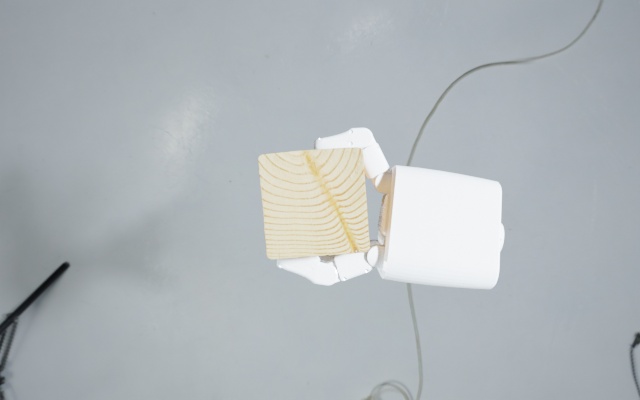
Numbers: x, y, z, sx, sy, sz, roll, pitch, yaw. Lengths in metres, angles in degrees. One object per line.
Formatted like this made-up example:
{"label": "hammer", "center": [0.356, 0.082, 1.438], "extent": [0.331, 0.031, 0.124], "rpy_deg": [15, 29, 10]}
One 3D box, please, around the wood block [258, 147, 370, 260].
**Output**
{"label": "wood block", "center": [0.000, 0.001, 0.500], "extent": [0.090, 0.091, 0.206], "rpy_deg": [-4, 0, 3]}
